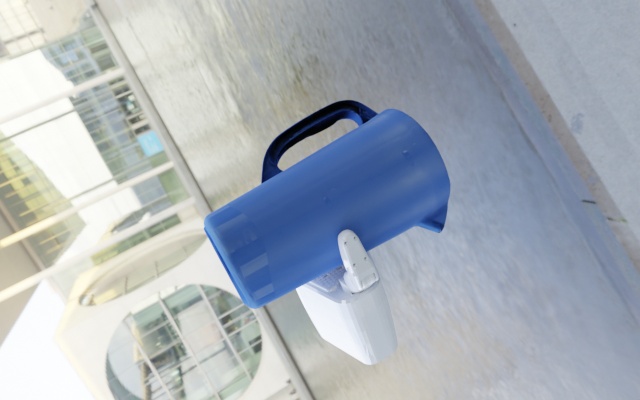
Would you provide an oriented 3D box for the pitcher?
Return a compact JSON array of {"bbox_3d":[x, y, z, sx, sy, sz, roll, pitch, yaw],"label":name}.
[{"bbox_3d":[0.000,0.002,0.514,0.243,0.145,0.149,-28,30,-15],"label":"pitcher"}]
